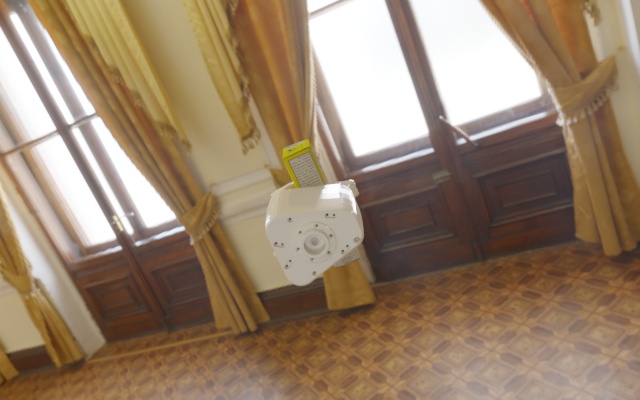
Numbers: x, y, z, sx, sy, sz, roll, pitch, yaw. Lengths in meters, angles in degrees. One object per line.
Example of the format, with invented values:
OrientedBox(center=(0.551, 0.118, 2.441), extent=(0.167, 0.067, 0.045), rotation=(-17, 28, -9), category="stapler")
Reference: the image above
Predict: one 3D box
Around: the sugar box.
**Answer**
OrientedBox(center=(0.000, 0.002, 0.691), extent=(0.048, 0.176, 0.093), rotation=(-22, 14, 2), category="sugar box")
